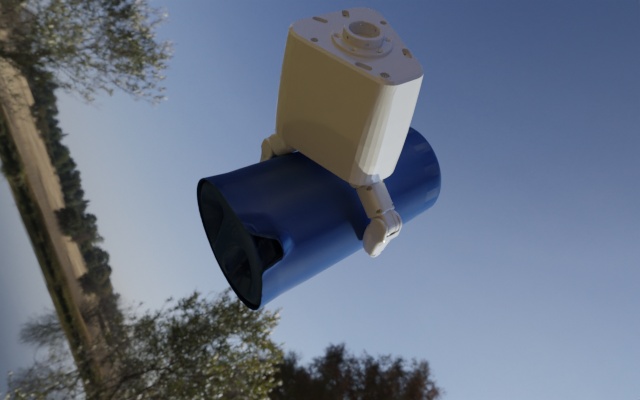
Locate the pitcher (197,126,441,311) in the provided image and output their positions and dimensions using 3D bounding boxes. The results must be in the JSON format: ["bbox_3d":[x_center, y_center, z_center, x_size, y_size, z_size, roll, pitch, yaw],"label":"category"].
[{"bbox_3d":[0.000,0.002,0.508,0.243,0.149,0.145,-23,-34,-27],"label":"pitcher"}]
